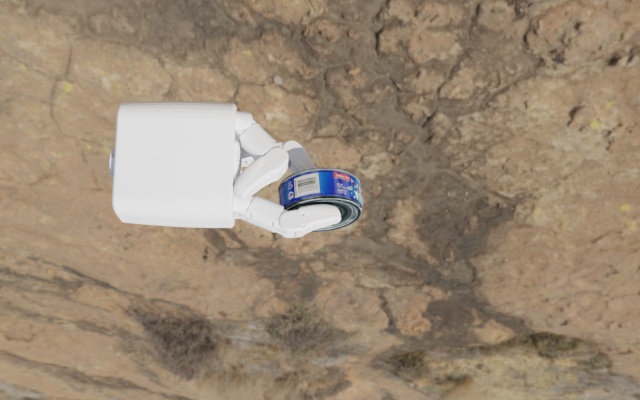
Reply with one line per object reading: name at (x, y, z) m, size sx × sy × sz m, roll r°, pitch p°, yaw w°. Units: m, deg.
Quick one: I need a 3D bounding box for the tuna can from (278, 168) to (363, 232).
tuna can at (0.000, 0.002, 0.491) m, size 0.086 × 0.033 × 0.086 m, roll -4°, pitch -26°, yaw -2°
